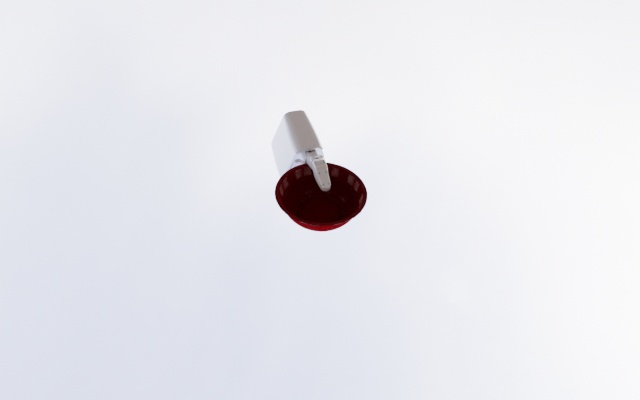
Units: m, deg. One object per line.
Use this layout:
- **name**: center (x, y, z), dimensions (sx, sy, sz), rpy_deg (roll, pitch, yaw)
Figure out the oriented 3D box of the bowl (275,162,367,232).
- **bowl**: center (0.000, 0.004, 0.846), dimensions (0.162, 0.055, 0.162), rpy_deg (2, 44, -2)
